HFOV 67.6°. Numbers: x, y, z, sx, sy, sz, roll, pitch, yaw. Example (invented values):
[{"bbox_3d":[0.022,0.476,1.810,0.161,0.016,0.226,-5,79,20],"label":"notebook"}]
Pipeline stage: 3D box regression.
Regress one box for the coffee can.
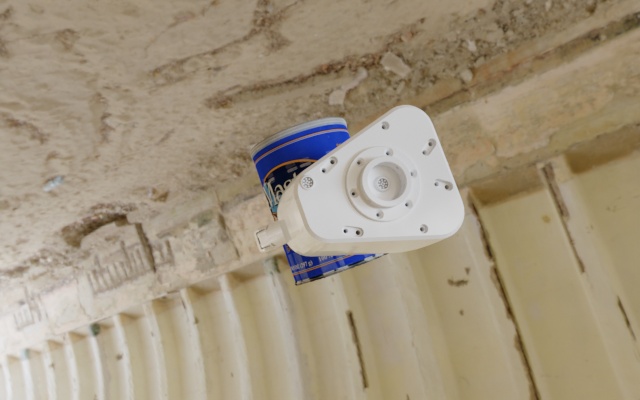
[{"bbox_3d":[0.000,0.001,0.480,0.103,0.140,0.103,-19,-5,-2],"label":"coffee can"}]
